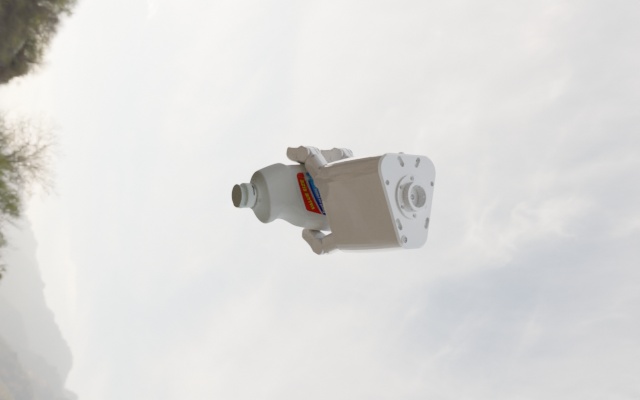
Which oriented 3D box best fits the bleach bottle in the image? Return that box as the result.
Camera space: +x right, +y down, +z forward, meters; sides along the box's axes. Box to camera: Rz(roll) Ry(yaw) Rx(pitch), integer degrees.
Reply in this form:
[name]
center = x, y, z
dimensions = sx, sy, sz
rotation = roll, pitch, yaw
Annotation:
[bleach bottle]
center = 0.000, 0.002, 0.644
dimensions = 0.251, 0.102, 0.068
rotation = -1, -5, -37
